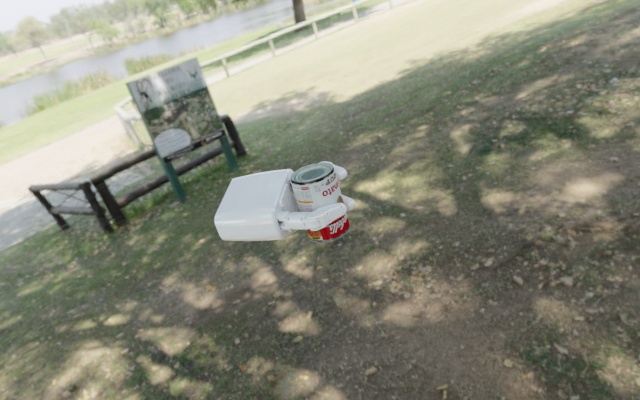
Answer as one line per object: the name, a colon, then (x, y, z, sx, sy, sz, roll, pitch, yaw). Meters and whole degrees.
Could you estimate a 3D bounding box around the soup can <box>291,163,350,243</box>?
soup can: (0.000, 0.002, 0.717, 0.068, 0.102, 0.068, -13, 25, 6)
